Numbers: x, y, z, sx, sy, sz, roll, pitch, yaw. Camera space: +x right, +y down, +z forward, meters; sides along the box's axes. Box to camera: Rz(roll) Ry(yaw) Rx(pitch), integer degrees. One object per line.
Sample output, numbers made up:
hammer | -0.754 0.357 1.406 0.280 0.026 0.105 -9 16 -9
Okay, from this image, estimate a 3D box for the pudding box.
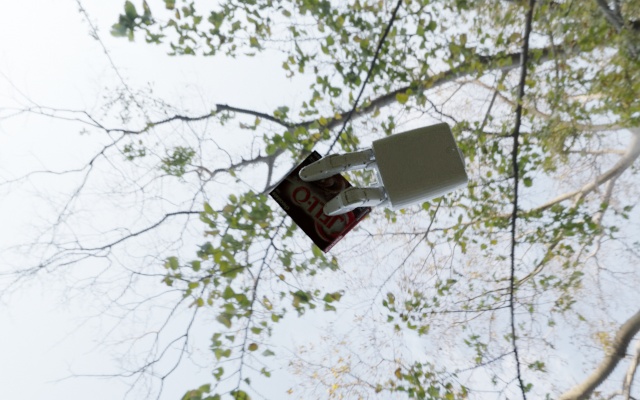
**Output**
pudding box | 0.000 0.002 0.649 0.113 0.090 0.039 45 -4 17
